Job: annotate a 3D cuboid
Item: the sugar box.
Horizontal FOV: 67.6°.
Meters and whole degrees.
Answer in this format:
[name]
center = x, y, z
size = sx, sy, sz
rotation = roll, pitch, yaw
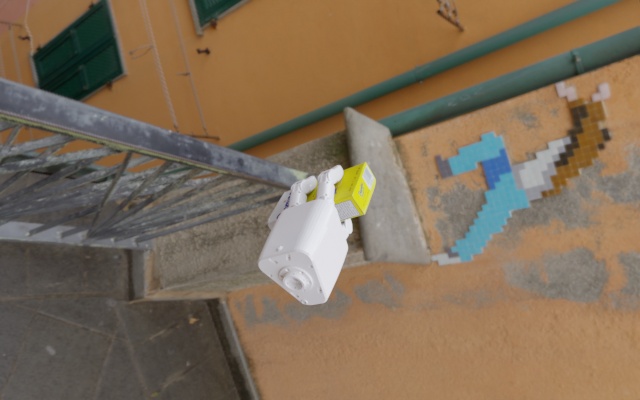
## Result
[sugar box]
center = 0.000, 0.002, 0.787
size = 0.176, 0.048, 0.093
rotation = -17, 30, 32
